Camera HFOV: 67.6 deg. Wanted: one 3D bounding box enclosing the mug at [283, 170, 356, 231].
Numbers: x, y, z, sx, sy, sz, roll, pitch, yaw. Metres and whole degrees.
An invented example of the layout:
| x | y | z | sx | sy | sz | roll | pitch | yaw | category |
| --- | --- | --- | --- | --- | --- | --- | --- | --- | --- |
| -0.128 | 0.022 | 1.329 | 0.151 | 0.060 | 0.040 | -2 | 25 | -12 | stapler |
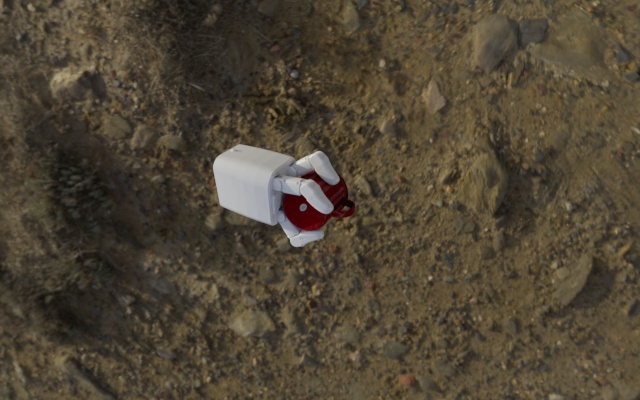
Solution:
| x | y | z | sx | sy | sz | roll | pitch | yaw | category |
| --- | --- | --- | --- | --- | --- | --- | --- | --- | --- |
| 0.001 | 0.003 | 0.790 | 0.117 | 0.093 | 0.081 | 20 | 30 | 16 | mug |
